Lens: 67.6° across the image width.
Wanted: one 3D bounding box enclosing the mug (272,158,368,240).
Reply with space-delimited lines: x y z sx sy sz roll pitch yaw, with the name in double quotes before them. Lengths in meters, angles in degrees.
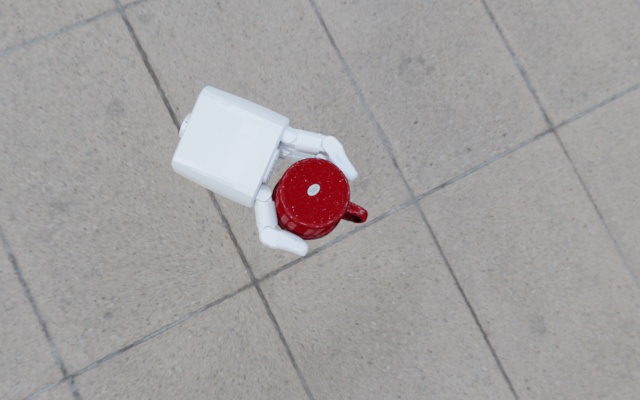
"mug" 0.001 0.002 0.562 0.117 0.093 0.081 22 -11 -3
